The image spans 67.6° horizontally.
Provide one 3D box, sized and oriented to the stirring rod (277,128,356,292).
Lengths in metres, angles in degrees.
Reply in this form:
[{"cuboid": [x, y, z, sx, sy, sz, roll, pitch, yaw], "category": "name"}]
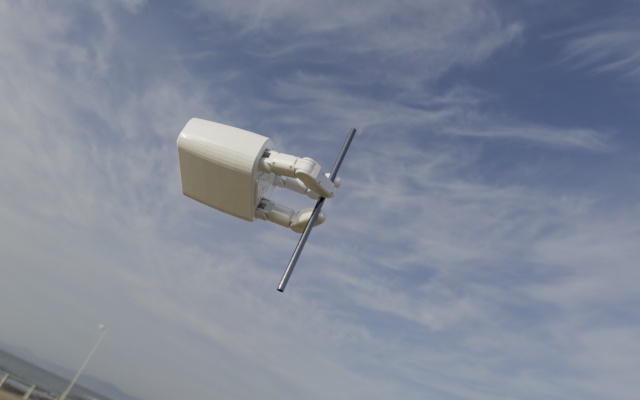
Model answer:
[{"cuboid": [0.000, 0.002, 0.574, 0.011, 0.239, 0.011, 18, -30, 11], "category": "stirring rod"}]
